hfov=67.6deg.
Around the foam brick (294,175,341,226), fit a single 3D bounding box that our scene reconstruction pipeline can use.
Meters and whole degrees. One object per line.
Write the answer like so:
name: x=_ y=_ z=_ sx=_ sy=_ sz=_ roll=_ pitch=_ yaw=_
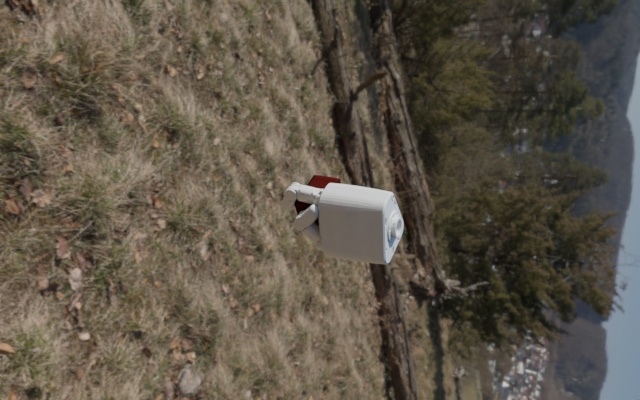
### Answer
foam brick: x=0.000 y=0.002 z=0.794 sx=0.051 sy=0.053 sz=0.078 roll=7 pitch=43 yaw=27
